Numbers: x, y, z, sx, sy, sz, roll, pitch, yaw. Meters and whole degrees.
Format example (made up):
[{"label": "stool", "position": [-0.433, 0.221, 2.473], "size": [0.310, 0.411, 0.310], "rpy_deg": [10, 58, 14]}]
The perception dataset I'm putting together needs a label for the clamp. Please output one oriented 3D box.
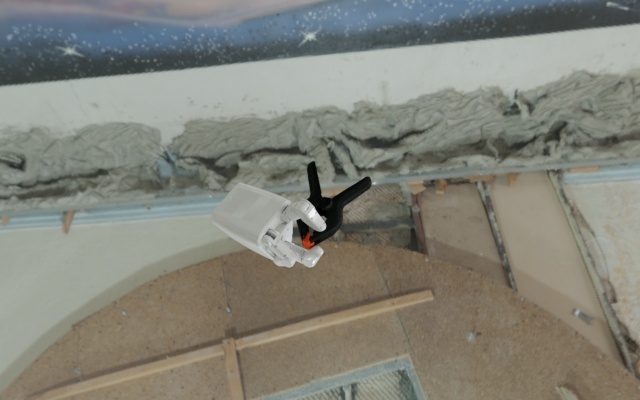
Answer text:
[{"label": "clamp", "position": [0.000, 0.003, 0.825], "size": [0.120, 0.171, 0.039], "rpy_deg": [22, -32, 24]}]
